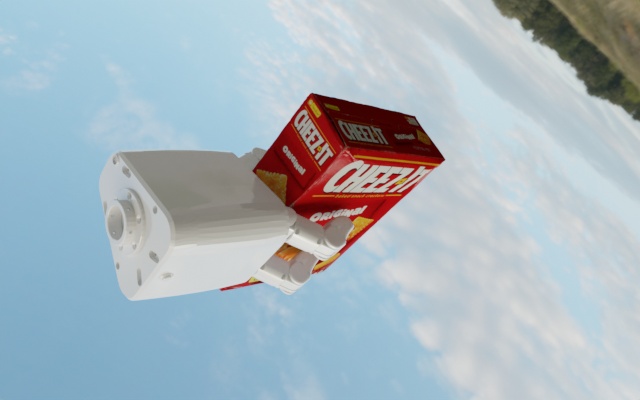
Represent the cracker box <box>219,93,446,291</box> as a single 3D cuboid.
[{"bbox_3d":[0.000,0.002,0.490,0.164,0.072,0.214,-2,-36,-48],"label":"cracker box"}]
